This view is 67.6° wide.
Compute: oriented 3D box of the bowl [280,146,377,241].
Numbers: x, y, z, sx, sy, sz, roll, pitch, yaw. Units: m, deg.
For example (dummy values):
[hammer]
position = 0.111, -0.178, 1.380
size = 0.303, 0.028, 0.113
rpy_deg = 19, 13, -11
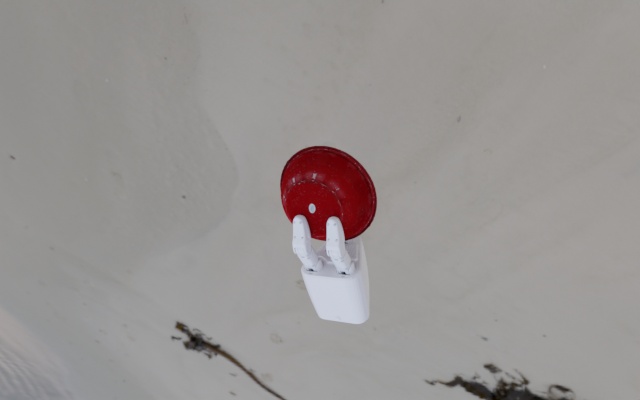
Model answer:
[bowl]
position = -0.001, 0.001, 0.715
size = 0.162, 0.162, 0.055
rpy_deg = 0, 24, 26
